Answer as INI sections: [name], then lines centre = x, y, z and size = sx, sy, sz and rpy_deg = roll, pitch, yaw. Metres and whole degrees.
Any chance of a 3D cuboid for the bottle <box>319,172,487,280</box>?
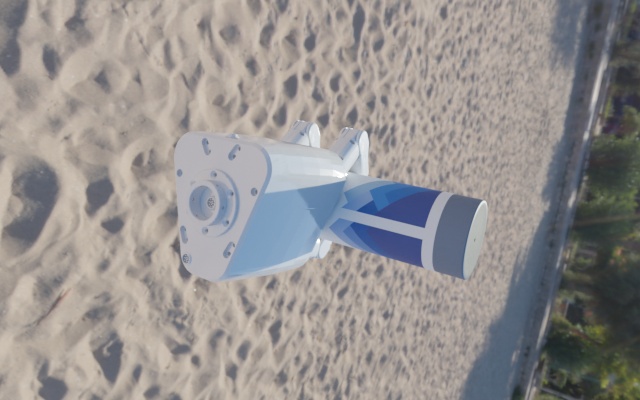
[bottle]
centre = 0.000, 0.002, 0.456
size = 0.295, 0.069, 0.069
rpy_deg = 14, 7, 29
